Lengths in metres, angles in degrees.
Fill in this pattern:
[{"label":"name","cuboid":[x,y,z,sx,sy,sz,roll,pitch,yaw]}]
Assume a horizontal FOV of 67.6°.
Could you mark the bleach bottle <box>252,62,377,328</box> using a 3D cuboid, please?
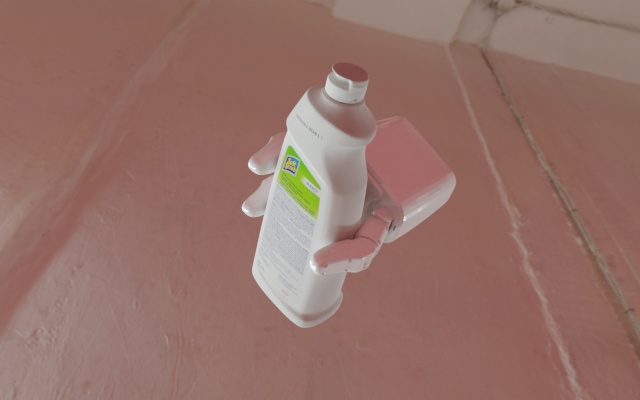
[{"label":"bleach bottle","cuboid":[0.000,0.001,0.430,0.068,0.251,0.102,-26,56,-39]}]
